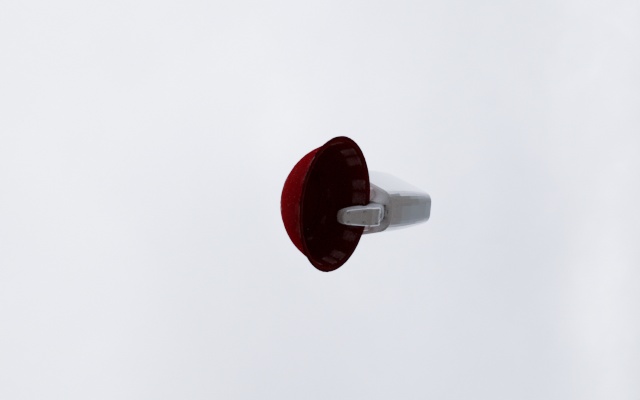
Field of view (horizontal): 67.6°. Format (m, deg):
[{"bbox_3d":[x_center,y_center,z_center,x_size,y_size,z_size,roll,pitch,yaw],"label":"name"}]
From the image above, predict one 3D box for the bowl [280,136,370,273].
[{"bbox_3d":[-0.001,0.002,0.574,0.055,0.162,0.162,9,4,31],"label":"bowl"}]
